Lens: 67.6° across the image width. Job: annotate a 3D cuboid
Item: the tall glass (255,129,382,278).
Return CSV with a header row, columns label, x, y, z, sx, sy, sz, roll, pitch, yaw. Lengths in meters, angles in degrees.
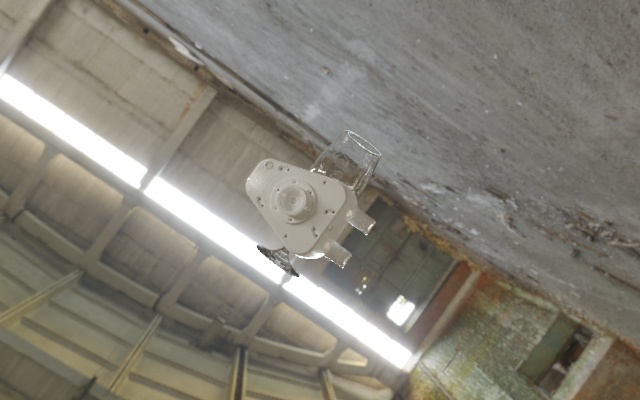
label,x,y,z,sx,sy,sz,roll,pitch,yaw
tall glass,0.000,0.003,0.647,0.079,0.201,0.079,36,0,0
